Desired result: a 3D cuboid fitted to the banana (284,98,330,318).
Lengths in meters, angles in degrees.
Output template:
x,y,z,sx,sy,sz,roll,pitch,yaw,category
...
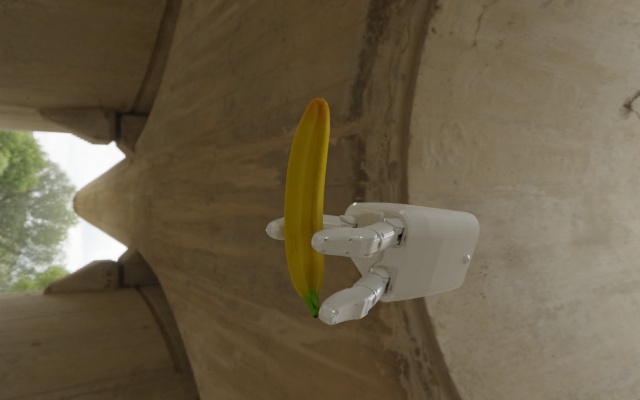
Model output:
x,y,z,sx,sy,sz,roll,pitch,yaw,category
-0.009,0.006,0.457,0.037,0.198,0.069,1,-4,-30,banana
